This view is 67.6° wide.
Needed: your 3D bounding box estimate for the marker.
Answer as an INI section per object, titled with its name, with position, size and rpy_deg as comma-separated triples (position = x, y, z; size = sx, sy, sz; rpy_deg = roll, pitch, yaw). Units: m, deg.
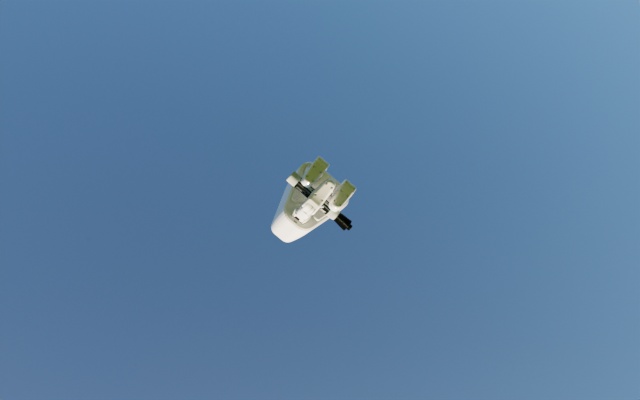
[marker]
position = 0.000, 0.002, 0.716
size = 0.121, 0.020, 0.020
rpy_deg = 41, -3, -4
